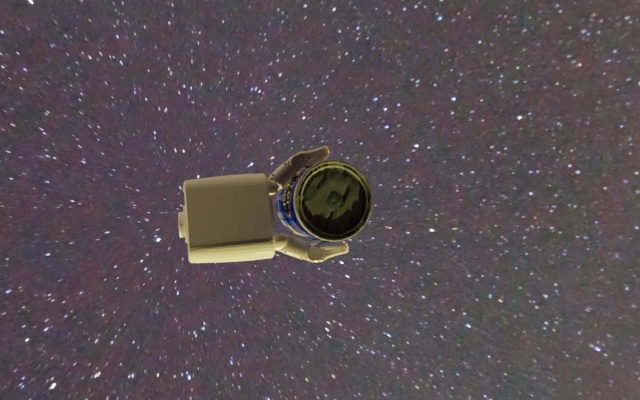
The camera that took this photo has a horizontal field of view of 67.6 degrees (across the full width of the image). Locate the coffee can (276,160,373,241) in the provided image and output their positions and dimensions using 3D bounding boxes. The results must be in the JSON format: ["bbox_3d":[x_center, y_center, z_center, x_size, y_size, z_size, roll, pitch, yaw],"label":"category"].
[{"bbox_3d":[0.000,0.002,0.666,0.103,0.103,0.140,0,-2,-15],"label":"coffee can"}]
